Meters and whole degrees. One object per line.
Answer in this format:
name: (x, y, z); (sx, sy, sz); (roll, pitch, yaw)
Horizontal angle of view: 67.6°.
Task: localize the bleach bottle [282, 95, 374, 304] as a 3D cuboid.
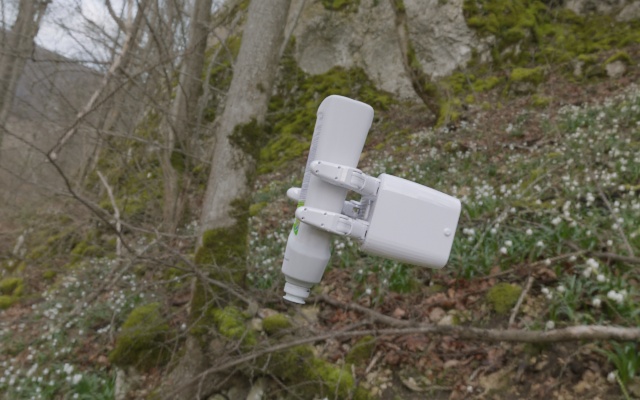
bleach bottle: (0.000, 0.002, 0.601); (0.068, 0.251, 0.102); (16, -4, -6)
